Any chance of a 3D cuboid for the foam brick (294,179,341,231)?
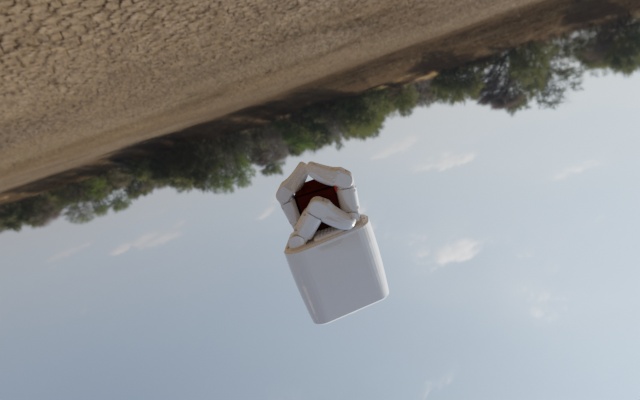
[{"bbox_3d":[0.000,0.002,0.628,0.053,0.051,0.078,-18,13,8],"label":"foam brick"}]
